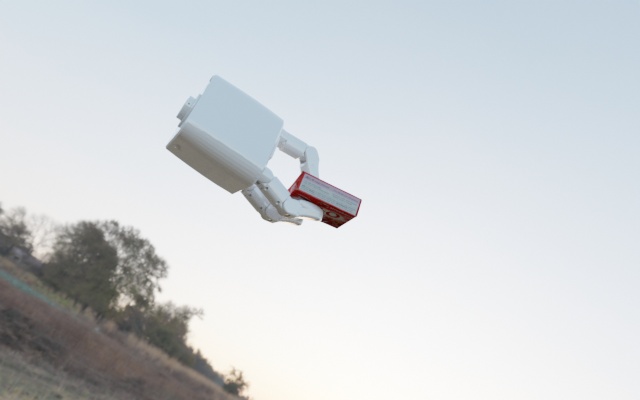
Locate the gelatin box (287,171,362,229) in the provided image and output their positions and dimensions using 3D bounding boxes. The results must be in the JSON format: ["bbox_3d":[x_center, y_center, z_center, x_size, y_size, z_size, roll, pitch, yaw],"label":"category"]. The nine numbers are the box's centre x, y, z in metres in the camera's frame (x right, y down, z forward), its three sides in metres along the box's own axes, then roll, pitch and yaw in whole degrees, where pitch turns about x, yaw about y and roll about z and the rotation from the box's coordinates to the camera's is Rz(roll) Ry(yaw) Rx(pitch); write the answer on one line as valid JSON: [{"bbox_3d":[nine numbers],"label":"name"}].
[{"bbox_3d":[0.001,0.002,0.634,0.089,0.030,0.073,25,-22,-11],"label":"gelatin box"}]
